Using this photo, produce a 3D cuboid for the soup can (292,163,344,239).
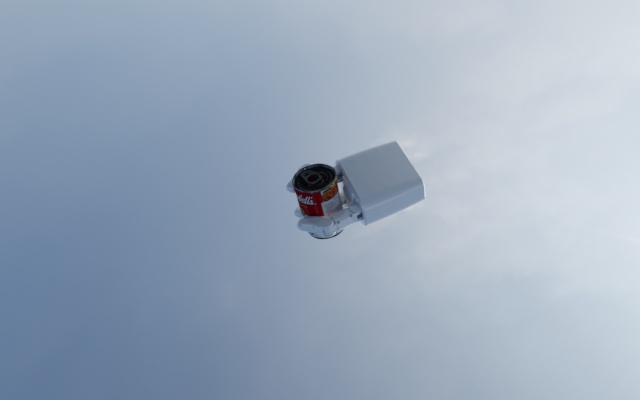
[{"bbox_3d":[0.000,0.003,0.748,0.068,0.102,0.068,-9,40,7],"label":"soup can"}]
